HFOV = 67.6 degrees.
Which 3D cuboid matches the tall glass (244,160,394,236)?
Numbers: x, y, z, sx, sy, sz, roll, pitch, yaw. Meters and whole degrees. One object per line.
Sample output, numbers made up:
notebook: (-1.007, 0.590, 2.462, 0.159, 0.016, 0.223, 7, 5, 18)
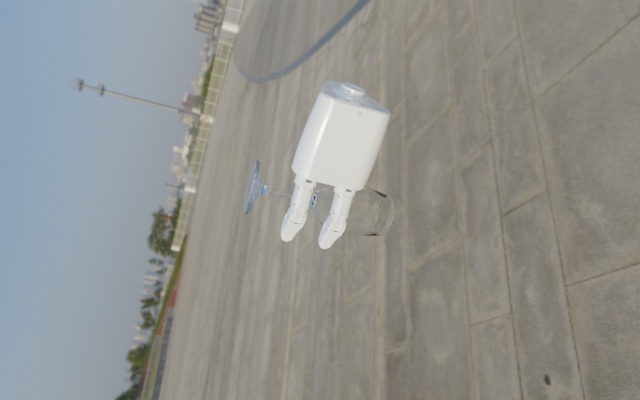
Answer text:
tall glass: (-0.001, 0.002, 0.669, 0.201, 0.079, 0.079, 13, -4, -17)
